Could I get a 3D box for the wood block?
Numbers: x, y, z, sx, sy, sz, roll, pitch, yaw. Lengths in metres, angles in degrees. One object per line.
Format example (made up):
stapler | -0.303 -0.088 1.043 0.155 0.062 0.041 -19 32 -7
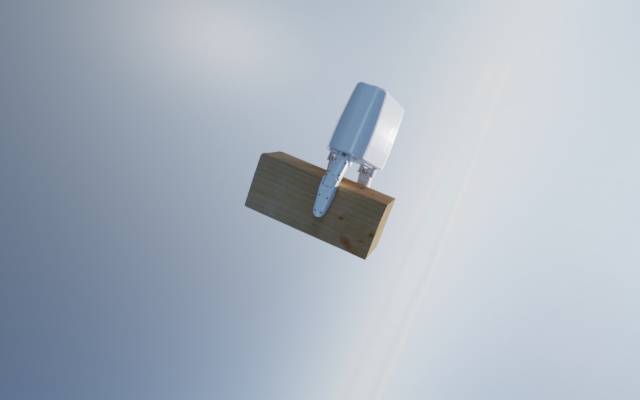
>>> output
wood block | 0.000 0.002 0.748 0.206 0.090 0.091 23 13 13
